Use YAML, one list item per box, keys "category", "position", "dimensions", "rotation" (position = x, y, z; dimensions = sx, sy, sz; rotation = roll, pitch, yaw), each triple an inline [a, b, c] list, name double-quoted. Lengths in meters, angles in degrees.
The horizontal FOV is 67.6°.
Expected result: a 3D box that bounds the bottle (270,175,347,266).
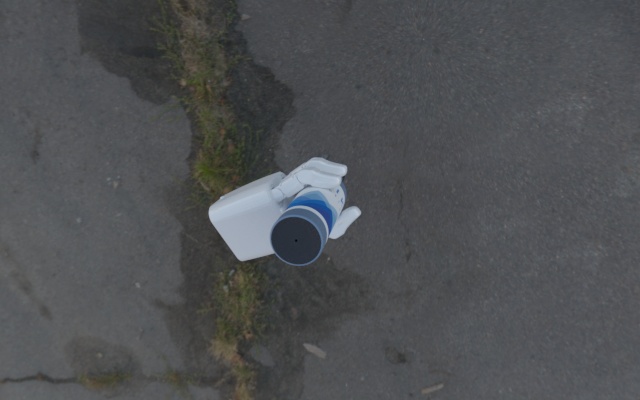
- category: "bottle"
  position: [0.000, 0.002, 0.706]
  dimensions: [0.069, 0.069, 0.295]
  rotation: [0, 18, 12]
